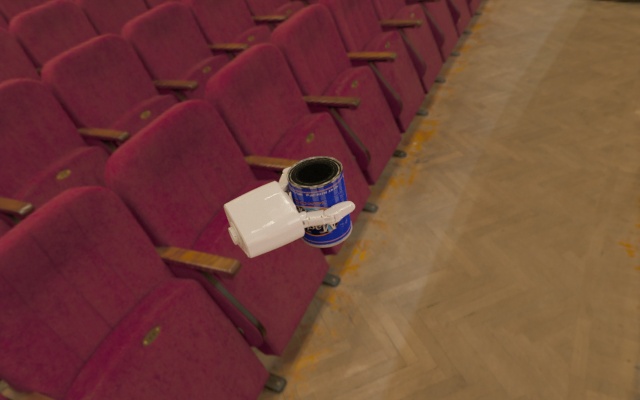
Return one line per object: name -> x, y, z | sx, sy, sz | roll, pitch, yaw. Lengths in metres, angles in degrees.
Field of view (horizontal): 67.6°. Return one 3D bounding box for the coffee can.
coffee can -> 0.000, 0.003, 0.895 | 0.103, 0.140, 0.102 | -8, 36, 5
